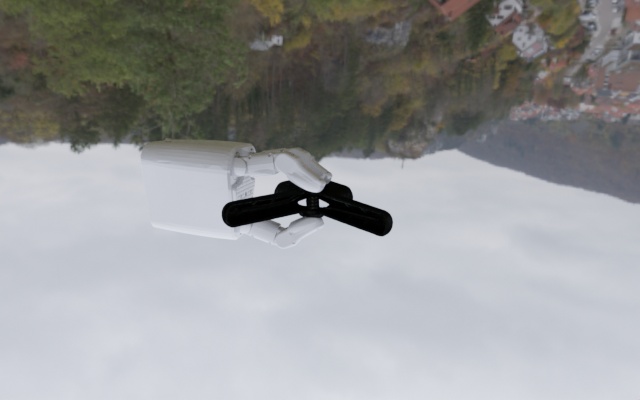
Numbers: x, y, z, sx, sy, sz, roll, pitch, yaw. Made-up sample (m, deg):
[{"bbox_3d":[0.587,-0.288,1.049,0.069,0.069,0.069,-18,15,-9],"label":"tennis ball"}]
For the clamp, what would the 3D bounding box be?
[{"bbox_3d":[0.000,0.002,0.542,0.164,0.036,0.210,6,12,8],"label":"clamp"}]
